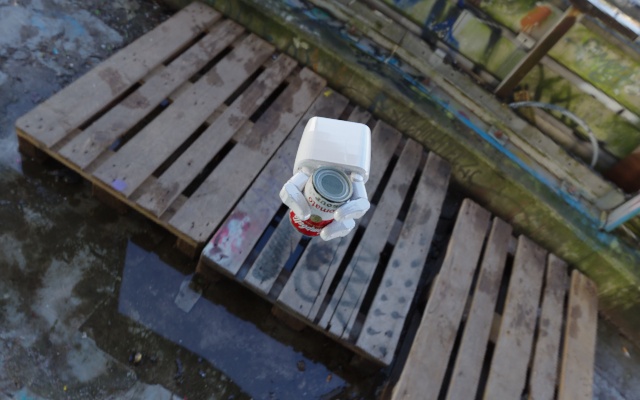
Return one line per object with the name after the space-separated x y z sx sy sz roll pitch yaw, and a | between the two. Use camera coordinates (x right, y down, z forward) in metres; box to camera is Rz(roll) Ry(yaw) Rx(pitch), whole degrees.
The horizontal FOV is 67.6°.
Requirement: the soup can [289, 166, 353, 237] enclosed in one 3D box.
0.000 0.003 0.733 0.068 0.068 0.102 0 -33 -26 | soup can
